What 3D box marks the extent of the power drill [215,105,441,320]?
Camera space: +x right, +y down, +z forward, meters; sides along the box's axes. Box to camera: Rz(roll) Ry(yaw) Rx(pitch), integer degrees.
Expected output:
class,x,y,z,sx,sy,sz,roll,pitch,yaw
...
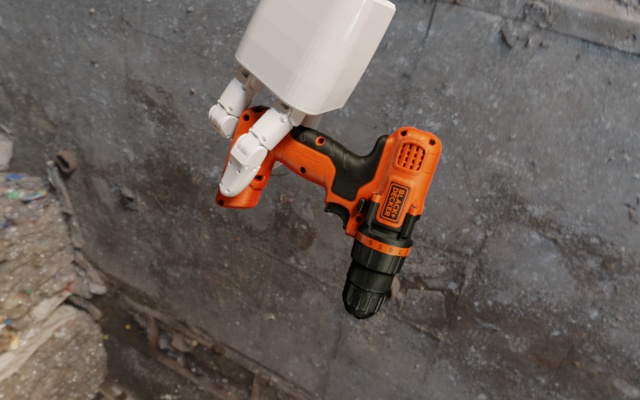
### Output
class,x,y,z,sx,sy,sz,roll,pitch,yaw
power drill,0.000,0.001,0.452,0.187,0.184,0.057,20,9,9
